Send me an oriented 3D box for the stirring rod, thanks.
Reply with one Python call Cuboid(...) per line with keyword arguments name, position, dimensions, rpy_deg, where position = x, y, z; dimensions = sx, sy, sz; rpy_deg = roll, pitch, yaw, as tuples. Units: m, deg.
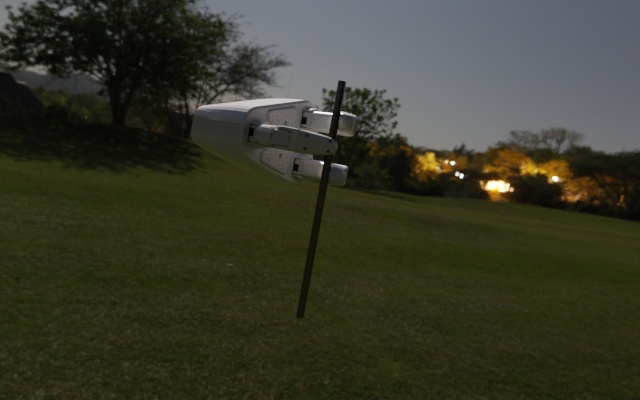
Cuboid(name="stirring rod", position=(0.000, 0.002, 0.477), dimensions=(0.011, 0.239, 0.011), rpy_deg=(10, 5, -1))
